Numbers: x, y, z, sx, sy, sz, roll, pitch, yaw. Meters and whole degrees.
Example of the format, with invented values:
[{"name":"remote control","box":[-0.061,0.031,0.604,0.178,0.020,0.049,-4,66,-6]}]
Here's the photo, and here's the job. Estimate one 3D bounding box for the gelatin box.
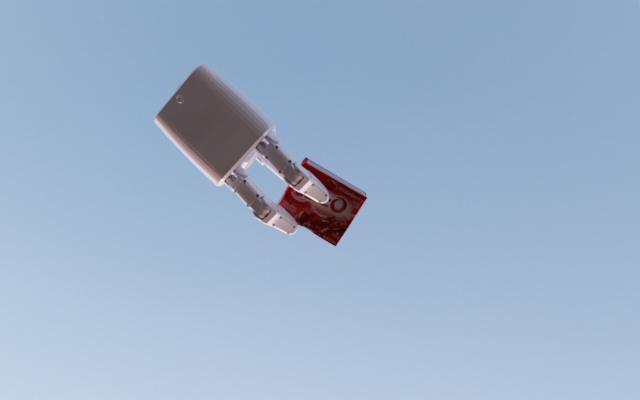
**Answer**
[{"name":"gelatin box","box":[0.000,0.002,0.577,0.089,0.073,0.030,30,15,-6]}]
